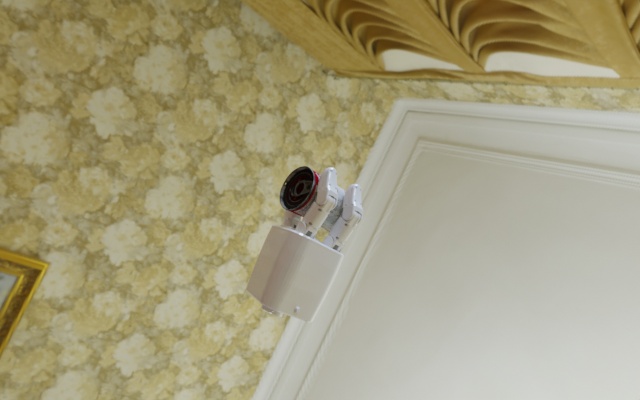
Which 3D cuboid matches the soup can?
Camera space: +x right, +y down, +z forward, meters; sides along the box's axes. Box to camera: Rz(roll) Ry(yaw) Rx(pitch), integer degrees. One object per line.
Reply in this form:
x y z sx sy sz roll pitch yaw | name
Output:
0.000 0.002 0.699 0.102 0.068 0.068 30 -20 -38 | soup can
